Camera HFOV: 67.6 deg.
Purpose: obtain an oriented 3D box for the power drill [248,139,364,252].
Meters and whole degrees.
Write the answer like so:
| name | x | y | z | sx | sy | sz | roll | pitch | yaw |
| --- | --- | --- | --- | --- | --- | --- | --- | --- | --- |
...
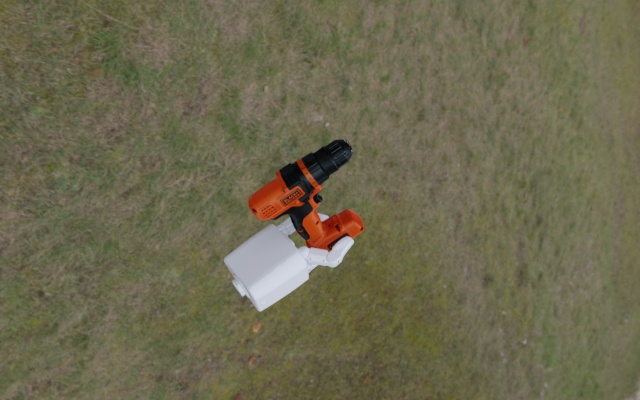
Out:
| name | x | y | z | sx | sy | sz | roll | pitch | yaw |
| --- | --- | --- | --- | --- | --- | --- | --- | --- | --- |
| power drill | 0.000 | 0.003 | 0.786 | 0.184 | 0.057 | 0.188 | -33 | -47 | 7 |
